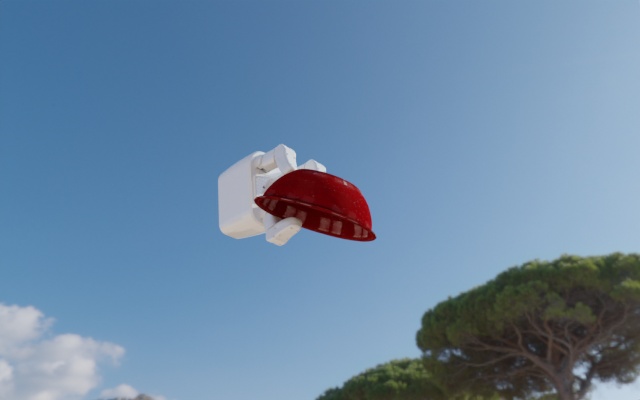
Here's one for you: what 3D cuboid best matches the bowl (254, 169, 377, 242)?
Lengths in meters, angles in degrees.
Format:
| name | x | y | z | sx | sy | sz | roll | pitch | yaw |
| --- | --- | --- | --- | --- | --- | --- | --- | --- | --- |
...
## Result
| name | x | y | z | sx | sy | sz | roll | pitch | yaw |
| --- | --- | --- | --- | --- | --- | --- | --- | --- | --- |
| bowl | 0.001 | 0.002 | 0.612 | 0.162 | 0.055 | 0.162 | 17 | -12 | 4 |
